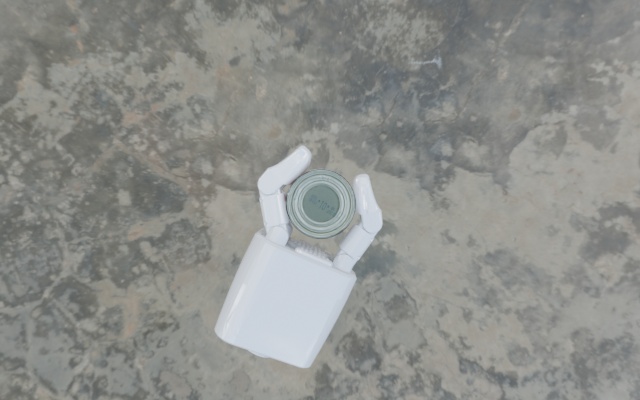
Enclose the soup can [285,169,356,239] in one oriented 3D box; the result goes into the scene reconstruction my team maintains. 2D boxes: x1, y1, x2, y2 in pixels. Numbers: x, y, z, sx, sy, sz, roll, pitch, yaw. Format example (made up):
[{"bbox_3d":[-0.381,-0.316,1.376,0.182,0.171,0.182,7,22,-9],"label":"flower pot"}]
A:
[{"bbox_3d":[0.000,0.001,0.495,0.068,0.068,0.102,0,2,0],"label":"soup can"}]
